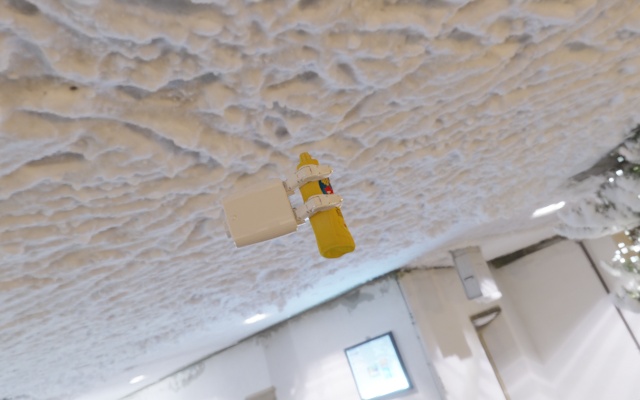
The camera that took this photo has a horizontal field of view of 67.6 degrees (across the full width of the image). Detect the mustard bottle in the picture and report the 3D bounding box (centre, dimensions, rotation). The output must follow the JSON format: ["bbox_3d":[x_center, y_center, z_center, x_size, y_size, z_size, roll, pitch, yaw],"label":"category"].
[{"bbox_3d":[0.001,0.003,0.829,0.058,0.191,0.096,-25,-19,15],"label":"mustard bottle"}]
